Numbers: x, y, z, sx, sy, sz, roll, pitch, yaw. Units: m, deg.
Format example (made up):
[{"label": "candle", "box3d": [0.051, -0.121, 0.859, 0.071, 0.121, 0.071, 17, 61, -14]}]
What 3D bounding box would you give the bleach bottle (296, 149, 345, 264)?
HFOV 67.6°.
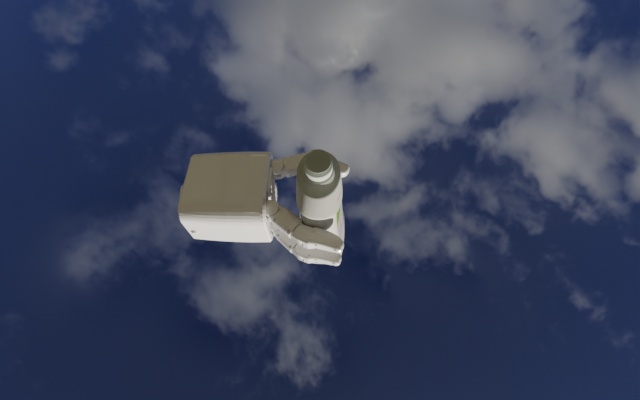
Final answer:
[{"label": "bleach bottle", "box3d": [0.000, 0.002, 0.618, 0.068, 0.102, 0.251, 0, -24, 1]}]
